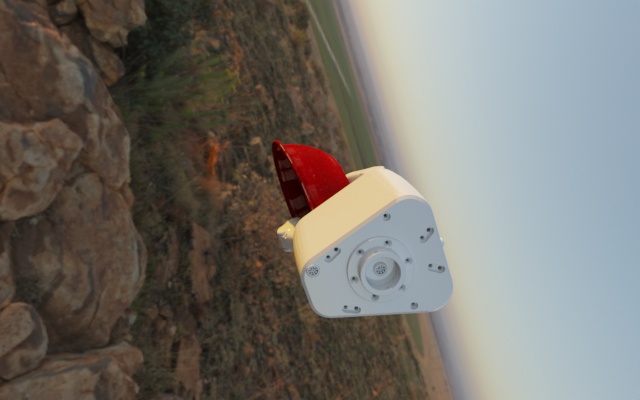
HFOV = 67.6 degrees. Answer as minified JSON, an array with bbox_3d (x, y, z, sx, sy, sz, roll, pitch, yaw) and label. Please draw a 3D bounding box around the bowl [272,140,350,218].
[{"bbox_3d":[0.000,0.001,0.530,0.055,0.162,0.162,-21,4,-11],"label":"bowl"}]
